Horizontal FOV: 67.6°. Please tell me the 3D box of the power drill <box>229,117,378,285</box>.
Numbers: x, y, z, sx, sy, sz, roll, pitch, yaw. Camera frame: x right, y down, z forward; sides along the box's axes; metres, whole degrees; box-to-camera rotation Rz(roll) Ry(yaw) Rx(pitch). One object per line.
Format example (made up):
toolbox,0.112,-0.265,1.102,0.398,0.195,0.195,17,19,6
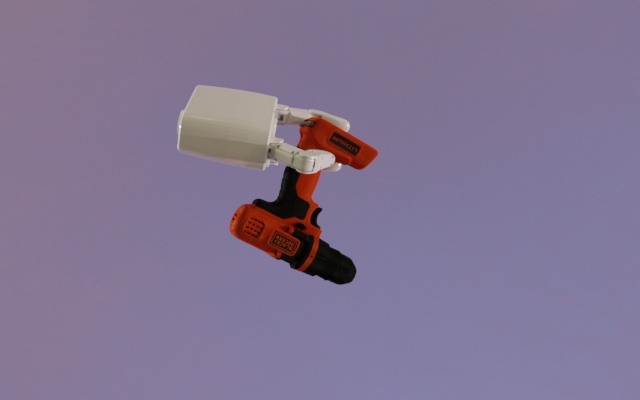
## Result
power drill,0.000,0.002,0.623,0.184,0.187,0.057,28,-4,-21
